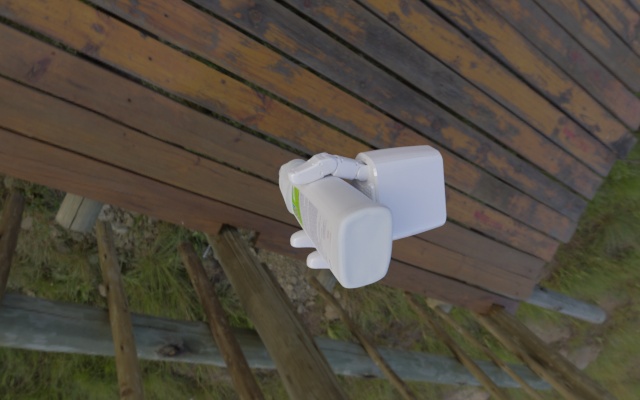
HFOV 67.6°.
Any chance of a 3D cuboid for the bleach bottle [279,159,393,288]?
[{"bbox_3d":[0.000,0.002,0.608,0.068,0.103,0.250,-12,29,-20],"label":"bleach bottle"}]
